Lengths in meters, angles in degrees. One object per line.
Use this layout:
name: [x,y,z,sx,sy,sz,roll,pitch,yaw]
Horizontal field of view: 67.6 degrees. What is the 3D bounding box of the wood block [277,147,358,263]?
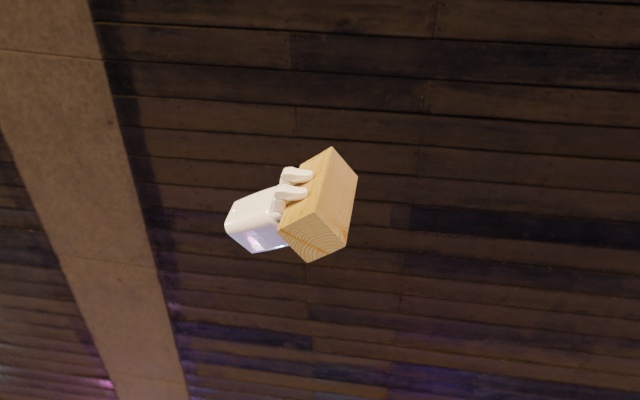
wood block: [0.000,0.003,0.895,0.090,0.091,0.206,-28,28,29]
